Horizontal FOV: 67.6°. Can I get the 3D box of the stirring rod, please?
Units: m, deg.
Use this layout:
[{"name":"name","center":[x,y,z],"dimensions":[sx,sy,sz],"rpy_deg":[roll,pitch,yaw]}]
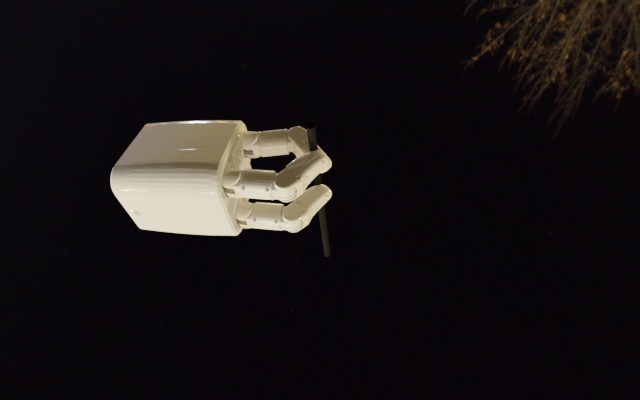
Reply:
[{"name":"stirring rod","center":[0.000,0.002,0.521],"dimensions":[0.011,0.011,0.240],"rpy_deg":[0,-34,5]}]
